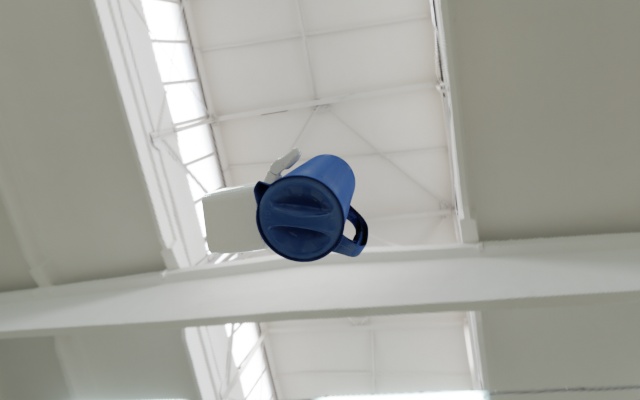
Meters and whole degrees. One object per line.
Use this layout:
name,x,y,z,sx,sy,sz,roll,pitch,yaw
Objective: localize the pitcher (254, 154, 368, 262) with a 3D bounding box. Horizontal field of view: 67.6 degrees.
pitcher,0.000,0.003,0.796,0.145,0.149,0.242,-11,14,15
